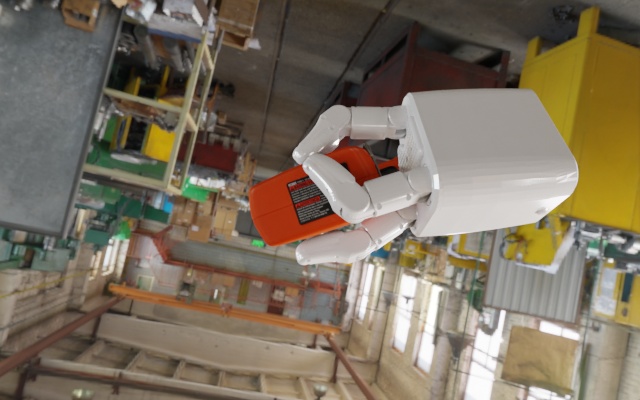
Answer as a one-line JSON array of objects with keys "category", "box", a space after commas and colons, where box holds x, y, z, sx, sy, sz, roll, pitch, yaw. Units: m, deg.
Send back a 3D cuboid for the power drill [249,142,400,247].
[{"category": "power drill", "box": [0.000, 0.001, 0.456, 0.184, 0.057, 0.187, -22, -3, 12]}]
